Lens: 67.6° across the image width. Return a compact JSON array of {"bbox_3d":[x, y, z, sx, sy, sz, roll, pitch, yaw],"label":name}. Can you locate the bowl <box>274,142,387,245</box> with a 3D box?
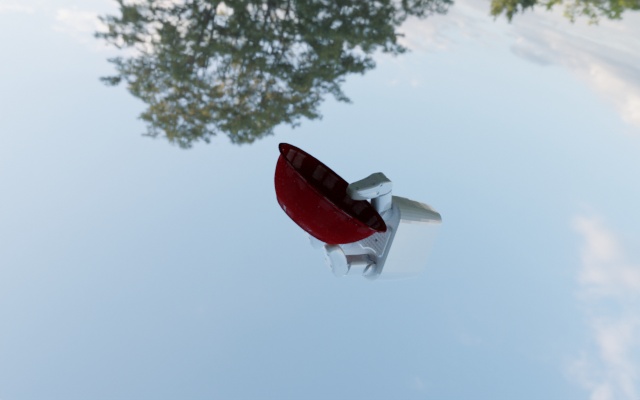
[{"bbox_3d":[-0.001,0.002,0.566,0.162,0.055,0.162,37,13,-10],"label":"bowl"}]
